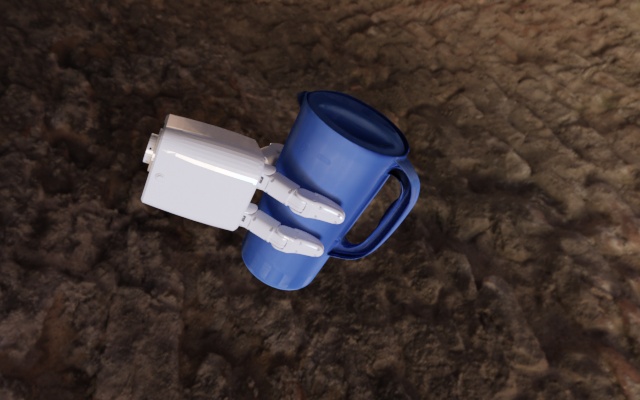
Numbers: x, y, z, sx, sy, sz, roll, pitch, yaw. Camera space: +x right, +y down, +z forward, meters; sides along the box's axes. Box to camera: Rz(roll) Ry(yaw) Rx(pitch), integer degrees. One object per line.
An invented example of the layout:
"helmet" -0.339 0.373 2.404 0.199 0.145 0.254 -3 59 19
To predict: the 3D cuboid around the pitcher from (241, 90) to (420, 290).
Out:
"pitcher" 0.000 0.002 0.587 0.145 0.243 0.149 17 32 -21
